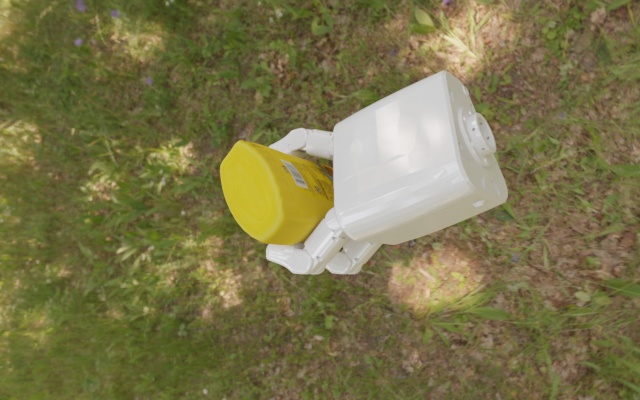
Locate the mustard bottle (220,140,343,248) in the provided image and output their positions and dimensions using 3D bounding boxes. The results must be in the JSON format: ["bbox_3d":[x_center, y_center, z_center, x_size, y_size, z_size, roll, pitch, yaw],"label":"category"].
[{"bbox_3d":[0.000,0.002,0.462,0.191,0.096,0.058,11,-53,-50],"label":"mustard bottle"}]
